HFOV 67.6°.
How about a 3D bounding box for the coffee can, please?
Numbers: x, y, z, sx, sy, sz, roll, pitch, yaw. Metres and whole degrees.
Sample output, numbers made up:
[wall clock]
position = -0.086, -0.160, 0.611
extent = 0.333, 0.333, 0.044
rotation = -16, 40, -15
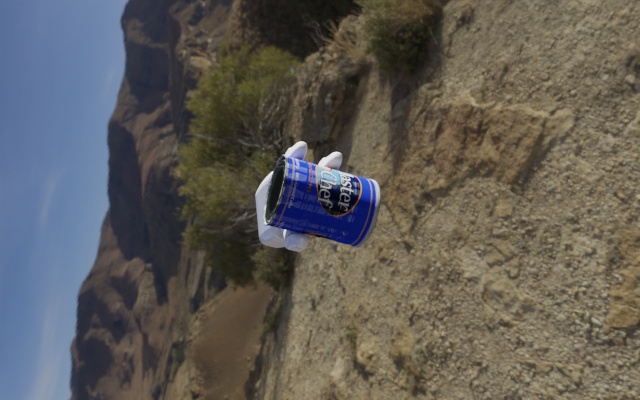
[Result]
[coffee can]
position = 0.000, 0.002, 0.683
extent = 0.140, 0.103, 0.103
rotation = 15, -4, -17
